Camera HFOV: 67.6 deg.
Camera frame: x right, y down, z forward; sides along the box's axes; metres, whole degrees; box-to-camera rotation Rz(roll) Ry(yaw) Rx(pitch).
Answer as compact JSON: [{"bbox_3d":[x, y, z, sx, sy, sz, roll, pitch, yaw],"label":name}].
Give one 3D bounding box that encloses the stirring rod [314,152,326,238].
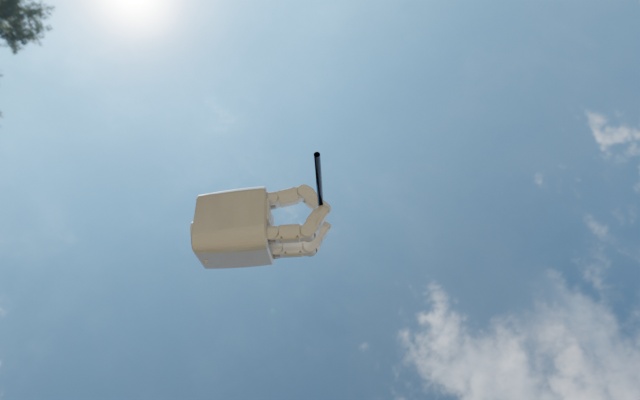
[{"bbox_3d":[0.000,0.002,0.680,0.011,0.011,0.240,0,-29,2],"label":"stirring rod"}]
